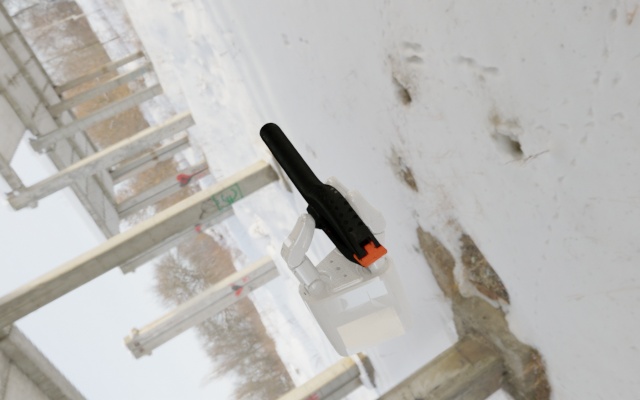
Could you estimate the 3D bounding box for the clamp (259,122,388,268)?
[{"bbox_3d":[0.000,0.003,0.528,0.036,0.165,0.210,-34,31,-10],"label":"clamp"}]
